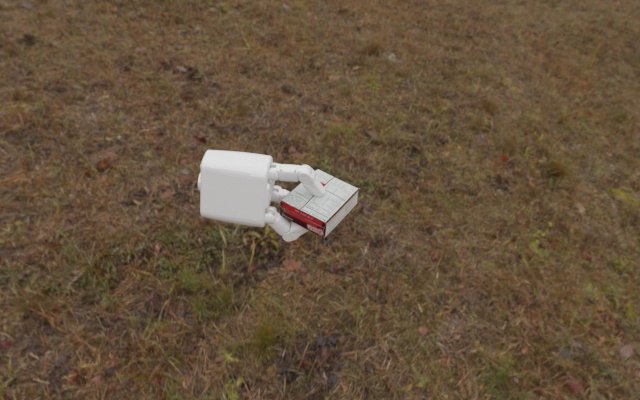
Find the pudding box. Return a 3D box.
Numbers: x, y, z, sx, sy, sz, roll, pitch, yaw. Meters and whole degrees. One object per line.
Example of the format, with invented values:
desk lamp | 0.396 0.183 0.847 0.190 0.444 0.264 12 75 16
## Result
pudding box | 0.000 0.002 0.793 0.090 0.039 0.113 27 47 21
